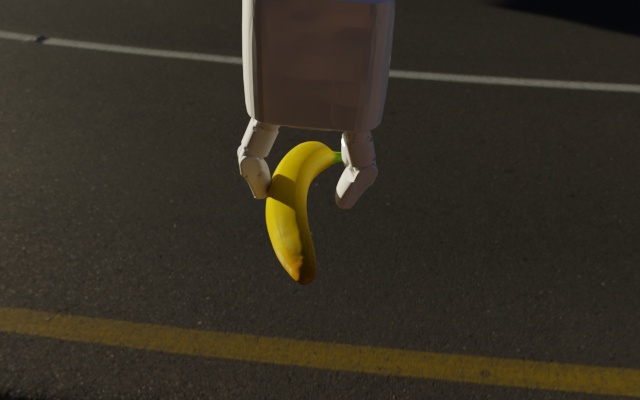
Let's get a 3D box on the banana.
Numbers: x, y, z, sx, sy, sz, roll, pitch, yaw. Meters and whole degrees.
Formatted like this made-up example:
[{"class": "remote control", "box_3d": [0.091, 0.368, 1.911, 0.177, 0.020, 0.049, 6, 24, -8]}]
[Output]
[{"class": "banana", "box_3d": [-0.017, -0.005, 0.461, 0.069, 0.037, 0.197, 14, 42, 5]}]
